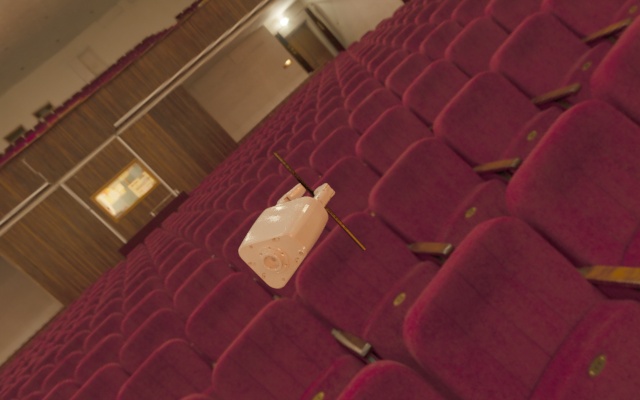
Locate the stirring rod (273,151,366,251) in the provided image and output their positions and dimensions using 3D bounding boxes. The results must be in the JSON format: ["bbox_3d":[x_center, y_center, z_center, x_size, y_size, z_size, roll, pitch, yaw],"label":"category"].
[{"bbox_3d":[0.000,0.003,0.849,0.011,0.239,0.011,-41,11,10],"label":"stirring rod"}]
